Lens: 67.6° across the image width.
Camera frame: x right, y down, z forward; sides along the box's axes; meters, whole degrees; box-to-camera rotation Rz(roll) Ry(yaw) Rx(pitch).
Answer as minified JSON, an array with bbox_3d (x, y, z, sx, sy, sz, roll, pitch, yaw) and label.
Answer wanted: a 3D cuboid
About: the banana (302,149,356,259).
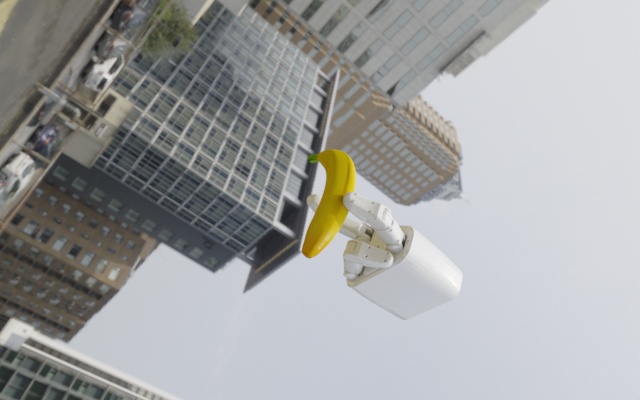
[{"bbox_3d":[0.013,-0.010,0.591,0.037,0.197,0.070,38,-60,-24],"label":"banana"}]
